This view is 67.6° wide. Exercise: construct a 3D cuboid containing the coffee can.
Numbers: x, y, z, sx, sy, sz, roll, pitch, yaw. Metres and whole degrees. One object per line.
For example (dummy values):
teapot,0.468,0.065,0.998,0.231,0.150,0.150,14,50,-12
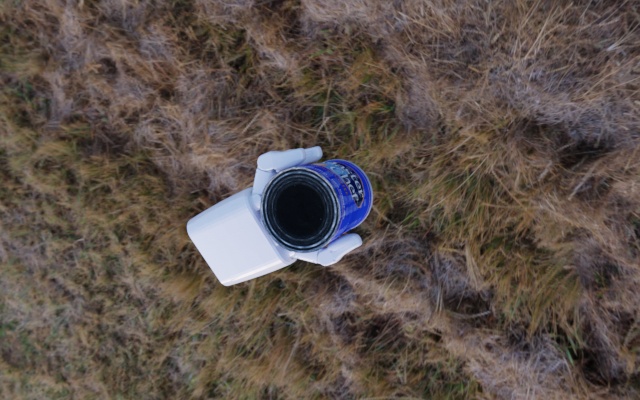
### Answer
coffee can,0.000,0.002,0.616,0.103,0.103,0.140,0,8,22
